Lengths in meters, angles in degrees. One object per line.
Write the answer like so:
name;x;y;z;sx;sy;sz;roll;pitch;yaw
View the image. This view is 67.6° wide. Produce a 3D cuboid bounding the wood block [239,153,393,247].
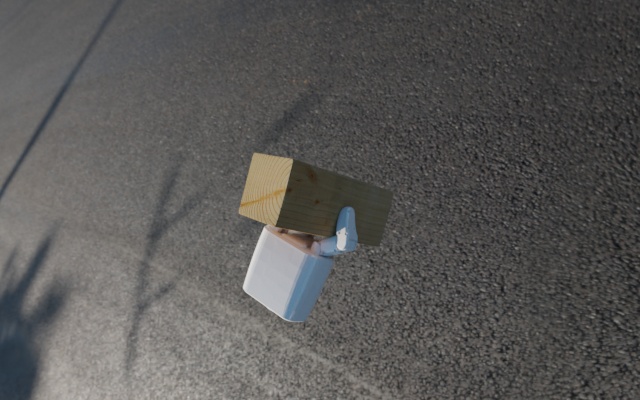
wood block;0.000;0.003;0.692;0.206;0.090;0.091;14;1;-43
